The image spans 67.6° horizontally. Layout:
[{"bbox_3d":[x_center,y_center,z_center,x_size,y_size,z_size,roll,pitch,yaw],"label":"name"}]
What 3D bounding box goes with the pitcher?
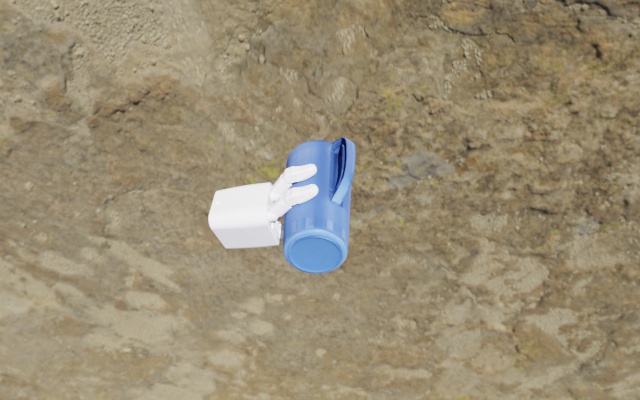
[{"bbox_3d":[0.000,0.003,0.866,0.145,0.149,0.242,-6,41,7],"label":"pitcher"}]
